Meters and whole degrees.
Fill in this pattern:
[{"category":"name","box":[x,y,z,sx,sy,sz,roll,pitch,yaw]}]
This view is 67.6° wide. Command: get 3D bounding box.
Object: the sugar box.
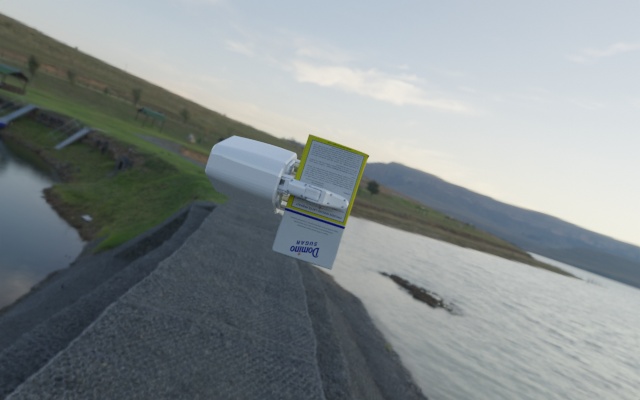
[{"category":"sugar box","box":[0.000,0.002,0.697,0.093,0.176,0.048,19,3,1]}]
